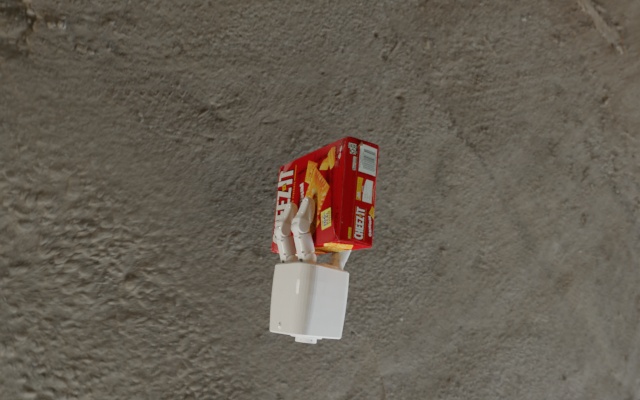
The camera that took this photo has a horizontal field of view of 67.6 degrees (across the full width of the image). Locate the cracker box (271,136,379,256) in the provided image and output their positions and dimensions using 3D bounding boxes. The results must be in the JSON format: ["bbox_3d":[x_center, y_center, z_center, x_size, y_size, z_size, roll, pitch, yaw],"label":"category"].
[{"bbox_3d":[0.000,0.003,0.788,0.072,0.164,0.214,14,-16,-31],"label":"cracker box"}]
